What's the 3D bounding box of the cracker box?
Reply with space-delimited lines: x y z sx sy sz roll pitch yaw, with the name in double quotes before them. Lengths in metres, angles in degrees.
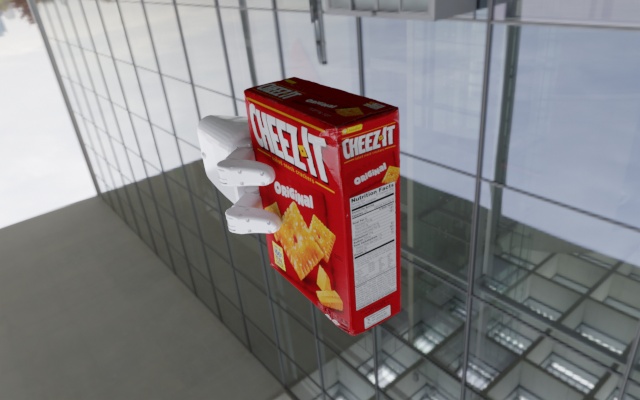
"cracker box" 0.000 0.002 0.474 0.072 0.214 0.164 -22 32 -28
